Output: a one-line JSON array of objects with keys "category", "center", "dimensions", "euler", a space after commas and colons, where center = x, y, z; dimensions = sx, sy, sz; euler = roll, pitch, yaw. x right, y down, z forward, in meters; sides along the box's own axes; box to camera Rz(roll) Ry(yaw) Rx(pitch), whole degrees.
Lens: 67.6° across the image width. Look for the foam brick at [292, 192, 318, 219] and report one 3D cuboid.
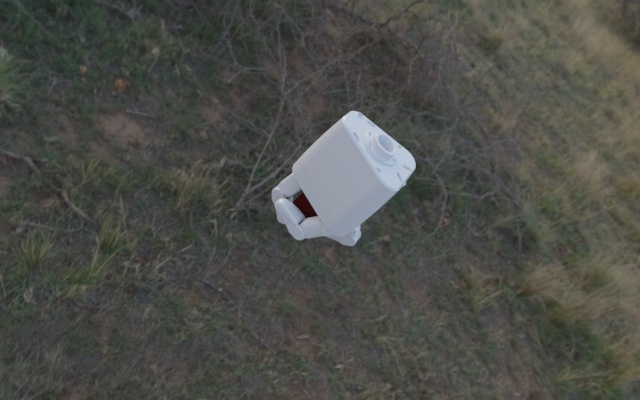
[{"category": "foam brick", "center": [0.000, 0.002, 0.660], "dimensions": [0.051, 0.053, 0.078], "euler": [-41, 3, 40]}]
